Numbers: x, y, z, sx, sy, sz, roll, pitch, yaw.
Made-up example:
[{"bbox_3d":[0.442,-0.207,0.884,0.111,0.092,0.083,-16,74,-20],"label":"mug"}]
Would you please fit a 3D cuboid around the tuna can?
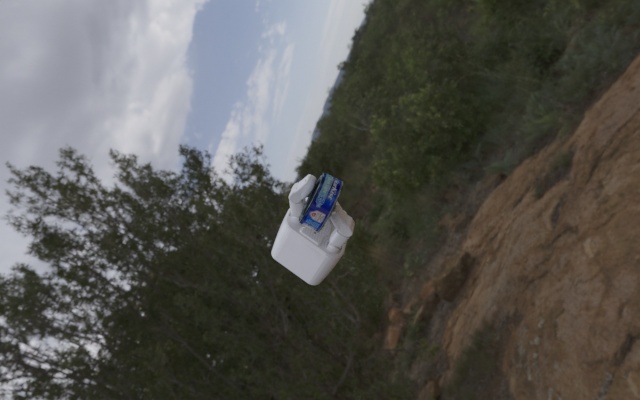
[{"bbox_3d":[0.000,0.002,0.713,0.034,0.086,0.086,27,-3,-6],"label":"tuna can"}]
